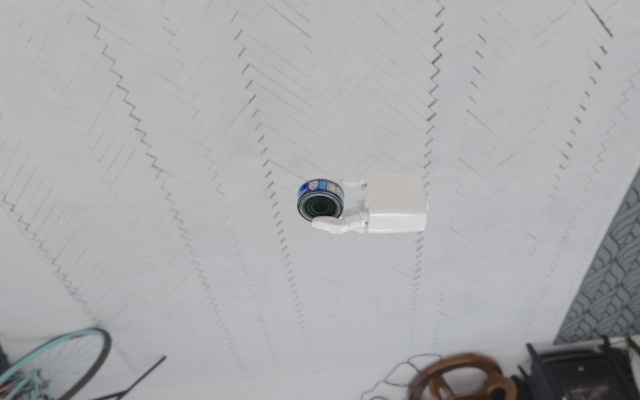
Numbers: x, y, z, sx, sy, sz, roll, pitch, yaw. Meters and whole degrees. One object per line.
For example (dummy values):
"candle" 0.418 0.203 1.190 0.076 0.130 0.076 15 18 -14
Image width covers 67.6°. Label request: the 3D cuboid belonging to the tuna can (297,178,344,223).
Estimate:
"tuna can" 0.000 0.003 0.860 0.086 0.086 0.033 2 44 2
